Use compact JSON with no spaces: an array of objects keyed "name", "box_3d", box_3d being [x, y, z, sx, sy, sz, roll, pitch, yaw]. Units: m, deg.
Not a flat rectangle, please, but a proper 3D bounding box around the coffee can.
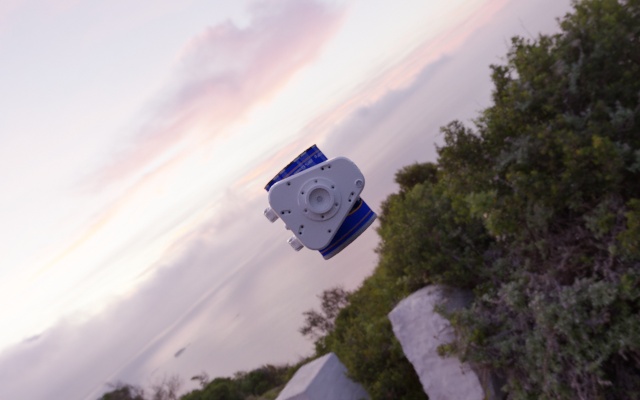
[{"name":"coffee can","box_3d":[0.000,0.002,0.707,0.103,0.140,0.103,-41,1,1]}]
